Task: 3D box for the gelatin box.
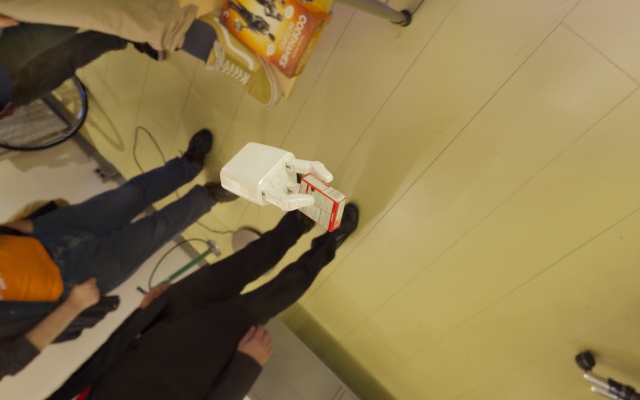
[{"bbox_3d":[0.000,0.003,0.864,0.089,0.073,0.030,35,45,25],"label":"gelatin box"}]
